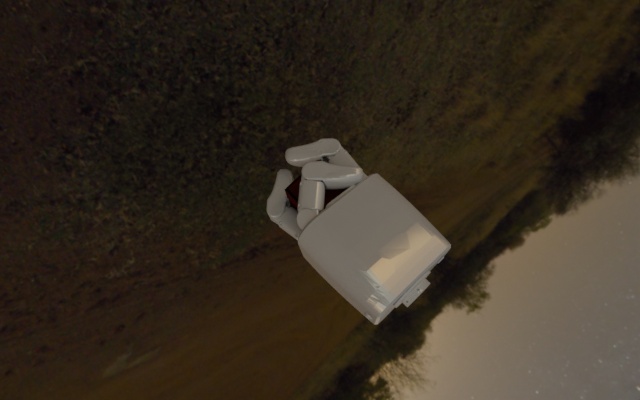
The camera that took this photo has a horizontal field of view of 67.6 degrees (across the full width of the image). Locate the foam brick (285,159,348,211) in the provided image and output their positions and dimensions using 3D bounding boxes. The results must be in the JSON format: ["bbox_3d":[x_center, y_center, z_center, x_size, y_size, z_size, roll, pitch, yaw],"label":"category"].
[{"bbox_3d":[0.000,0.002,0.525,0.051,0.053,0.078,44,-11,17],"label":"foam brick"}]
